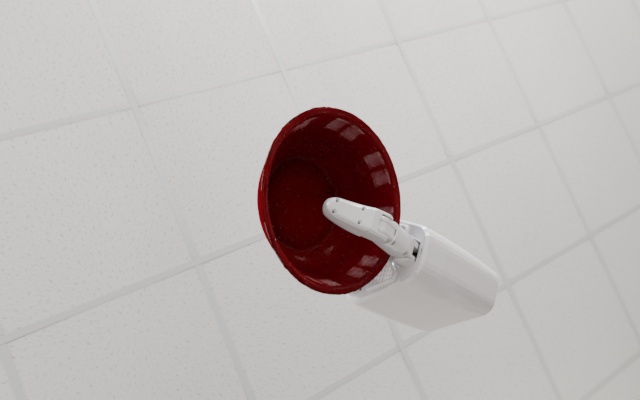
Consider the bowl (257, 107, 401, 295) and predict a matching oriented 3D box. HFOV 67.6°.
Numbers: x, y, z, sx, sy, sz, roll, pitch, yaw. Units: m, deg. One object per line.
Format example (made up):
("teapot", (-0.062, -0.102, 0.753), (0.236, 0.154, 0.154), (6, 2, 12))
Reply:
("bowl", (-0.001, 0.001, 0.430), (0.162, 0.162, 0.055), (0, -4, -41))
